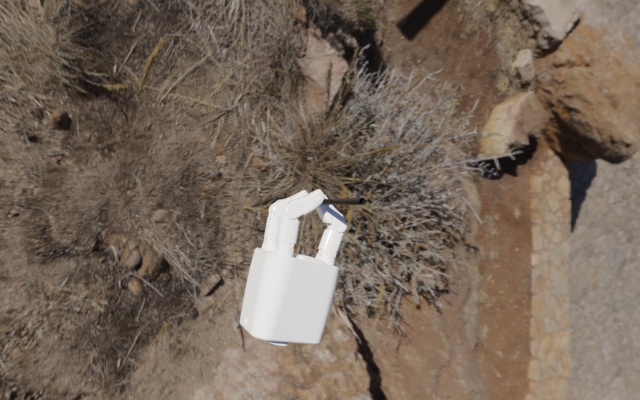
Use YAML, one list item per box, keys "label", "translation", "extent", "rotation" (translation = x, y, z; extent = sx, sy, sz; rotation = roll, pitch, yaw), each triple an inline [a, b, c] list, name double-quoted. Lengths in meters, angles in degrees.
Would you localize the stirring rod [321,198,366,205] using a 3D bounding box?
- label: "stirring rod"
  translation: [0.000, 0.002, 0.631]
  extent: [0.011, 0.011, 0.239]
  rotation: [0, -1, -22]
